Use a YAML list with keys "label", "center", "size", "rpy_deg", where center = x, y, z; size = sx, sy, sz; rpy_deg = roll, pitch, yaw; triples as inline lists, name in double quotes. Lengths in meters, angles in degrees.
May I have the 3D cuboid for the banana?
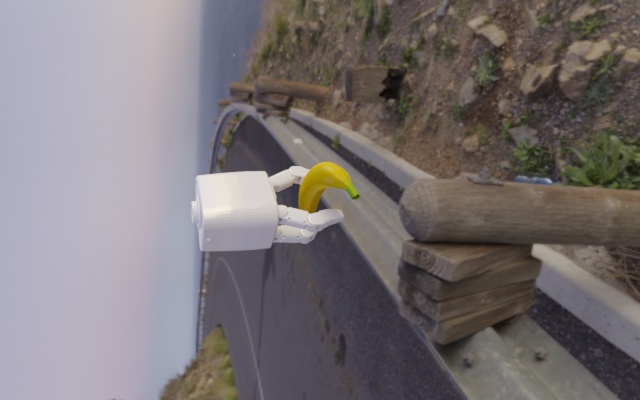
- label: "banana"
  center: [-0.002, -0.016, 0.721]
  size: [0.037, 0.069, 0.198]
  rpy_deg: [-7, -8, -22]
